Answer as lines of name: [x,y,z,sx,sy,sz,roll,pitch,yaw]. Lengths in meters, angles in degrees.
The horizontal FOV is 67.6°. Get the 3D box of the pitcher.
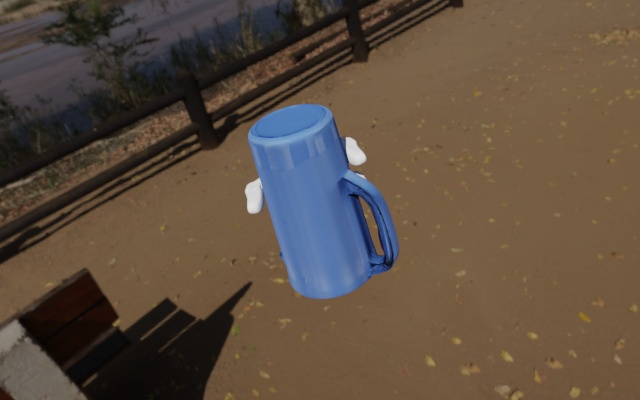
pitcher: [0.000,0.002,0.634,0.149,0.243,0.145,-21,31,-8]
